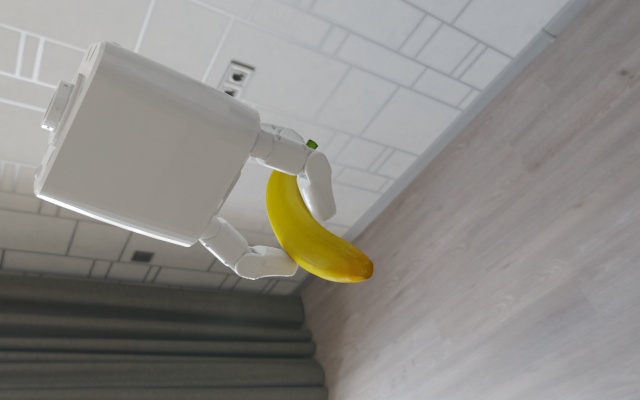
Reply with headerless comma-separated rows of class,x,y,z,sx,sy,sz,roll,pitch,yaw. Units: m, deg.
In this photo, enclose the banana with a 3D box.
banana,-0.014,0.012,0.421,0.037,0.070,0.197,34,21,-35
